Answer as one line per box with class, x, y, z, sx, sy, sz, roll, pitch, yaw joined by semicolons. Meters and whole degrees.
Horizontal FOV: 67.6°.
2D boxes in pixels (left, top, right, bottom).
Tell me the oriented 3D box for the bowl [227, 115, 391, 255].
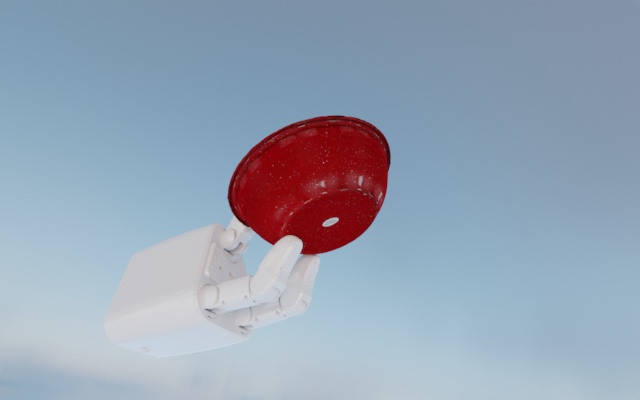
bowl;0.001;0.001;0.438;0.162;0.055;0.162;-15;-37;-12
